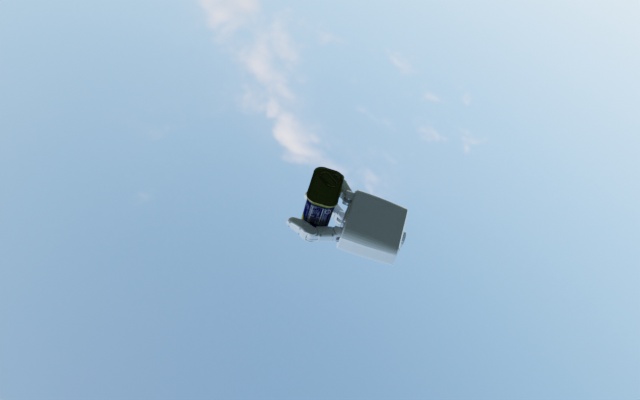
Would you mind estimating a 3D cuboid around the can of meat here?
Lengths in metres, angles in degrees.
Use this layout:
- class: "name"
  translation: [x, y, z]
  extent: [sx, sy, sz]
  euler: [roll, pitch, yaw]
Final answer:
- class: "can of meat"
  translation: [0.000, 0.003, 0.873]
  extent: [0.057, 0.084, 0.102]
  euler: [17, 42, -1]
